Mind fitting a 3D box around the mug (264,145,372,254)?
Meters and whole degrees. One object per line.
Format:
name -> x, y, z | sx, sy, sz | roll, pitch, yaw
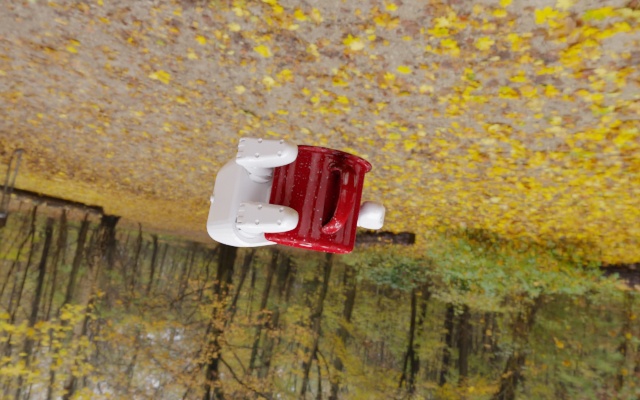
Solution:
mug -> 0.001, 0.001, 0.418 | 0.093, 0.081, 0.117 | 13, -9, -24
